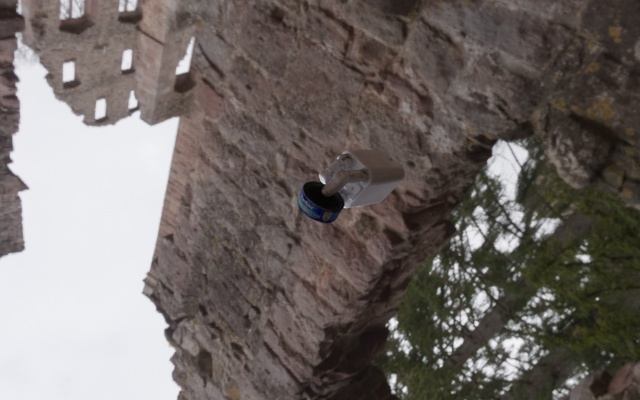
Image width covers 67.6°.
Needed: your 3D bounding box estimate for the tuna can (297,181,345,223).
[{"bbox_3d":[0.000,0.003,0.899,0.086,0.034,0.086,20,32,-13],"label":"tuna can"}]
